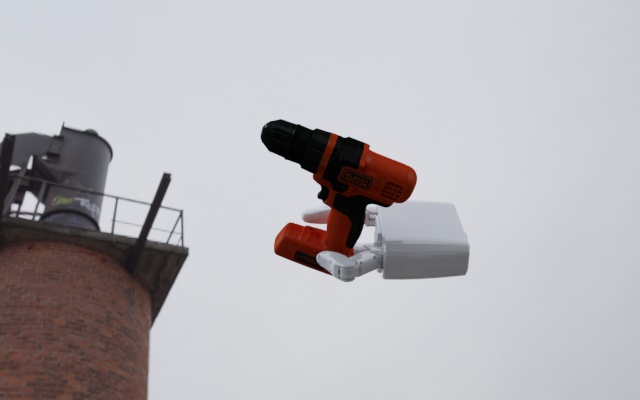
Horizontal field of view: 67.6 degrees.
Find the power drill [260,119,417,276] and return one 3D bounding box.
[{"bbox_3d":[0.000,0.002,0.583,0.184,0.188,0.057,22,41,-1],"label":"power drill"}]
